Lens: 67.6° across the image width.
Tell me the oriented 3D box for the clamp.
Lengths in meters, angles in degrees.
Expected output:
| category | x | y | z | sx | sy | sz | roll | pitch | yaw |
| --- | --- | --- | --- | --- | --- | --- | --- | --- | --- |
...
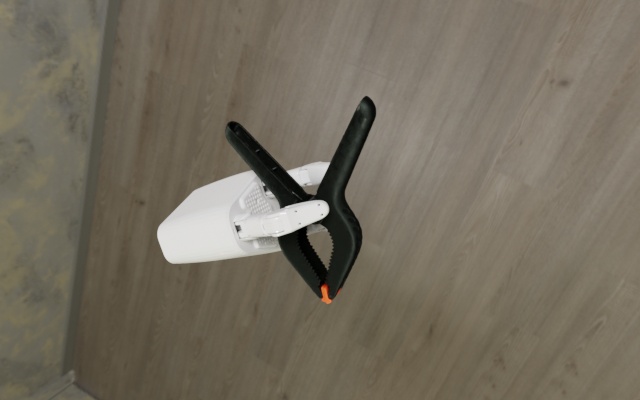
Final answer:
| category | x | y | z | sx | sy | sz | roll | pitch | yaw |
| --- | --- | --- | --- | --- | --- | --- | --- | --- | --- |
| clamp | 0.000 | 0.002 | 0.484 | 0.164 | 0.210 | 0.036 | -12 | 10 | 29 |
